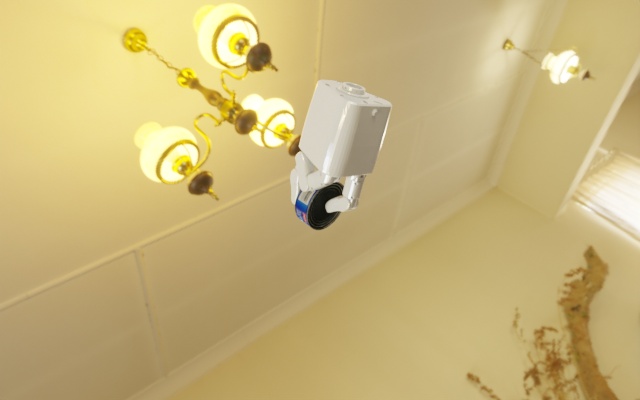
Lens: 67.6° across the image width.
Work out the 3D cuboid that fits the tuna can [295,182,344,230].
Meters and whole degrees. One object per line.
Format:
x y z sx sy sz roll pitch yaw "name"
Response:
0.000 0.002 0.769 0.033 0.086 0.086 32 20 36 "tuna can"
